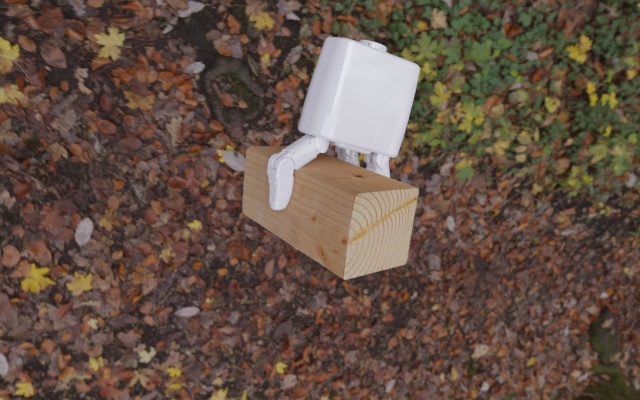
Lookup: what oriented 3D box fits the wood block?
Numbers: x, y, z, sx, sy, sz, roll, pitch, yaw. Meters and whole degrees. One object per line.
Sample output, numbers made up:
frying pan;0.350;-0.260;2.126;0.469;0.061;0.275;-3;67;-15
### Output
wood block;0.000;0.001;0.552;0.091;0.090;0.206;-6;21;-37
